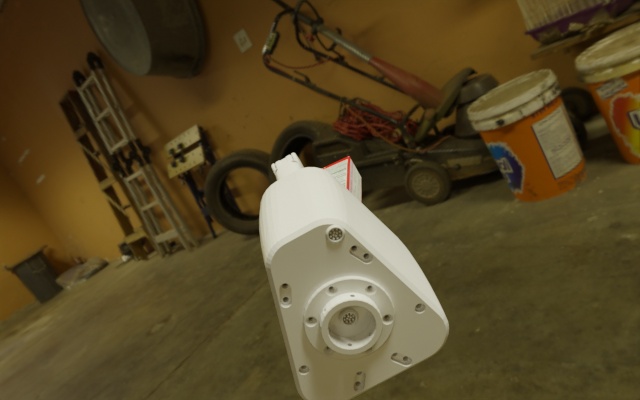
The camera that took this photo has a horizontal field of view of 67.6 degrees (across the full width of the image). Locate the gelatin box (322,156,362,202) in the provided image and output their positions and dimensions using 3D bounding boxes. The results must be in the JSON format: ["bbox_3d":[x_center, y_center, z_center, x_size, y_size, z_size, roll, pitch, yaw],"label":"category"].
[{"bbox_3d":[0.000,0.001,0.435,0.073,0.030,0.089,-25,23,15],"label":"gelatin box"}]
